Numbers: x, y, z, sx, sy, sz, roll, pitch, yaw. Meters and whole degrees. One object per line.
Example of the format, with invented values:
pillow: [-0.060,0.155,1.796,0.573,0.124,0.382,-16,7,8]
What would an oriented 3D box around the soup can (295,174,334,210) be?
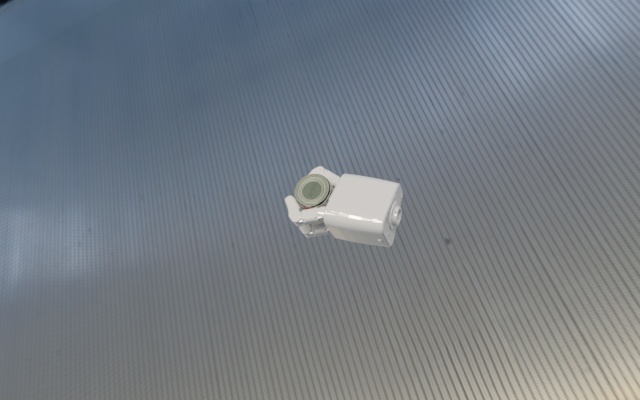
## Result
soup can: [0.000,0.003,0.880,0.068,0.068,0.102,0,-25,20]
